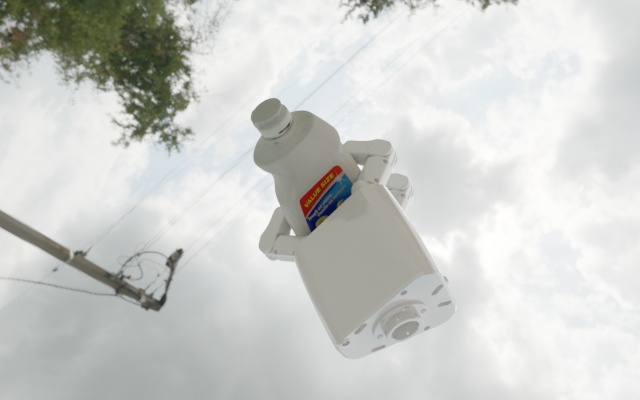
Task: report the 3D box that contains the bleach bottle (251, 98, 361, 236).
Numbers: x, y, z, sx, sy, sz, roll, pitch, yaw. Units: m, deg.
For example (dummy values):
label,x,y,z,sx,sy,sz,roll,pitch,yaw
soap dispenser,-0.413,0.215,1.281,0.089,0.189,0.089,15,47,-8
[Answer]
label,x,y,z,sx,sy,sz,roll,pitch,yaw
bleach bottle,0.000,0.002,0.480,0.102,0.068,0.251,-32,-44,4
